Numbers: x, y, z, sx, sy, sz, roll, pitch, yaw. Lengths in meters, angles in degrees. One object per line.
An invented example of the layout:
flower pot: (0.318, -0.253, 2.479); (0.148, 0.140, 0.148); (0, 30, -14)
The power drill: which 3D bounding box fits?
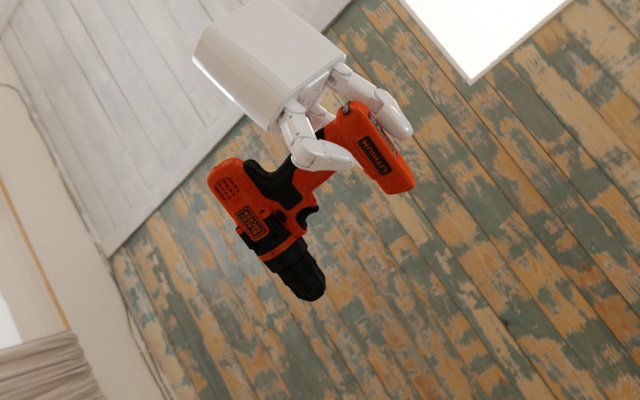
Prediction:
power drill: (0.000, 0.001, 0.497); (0.188, 0.184, 0.057); (-33, 14, 16)
